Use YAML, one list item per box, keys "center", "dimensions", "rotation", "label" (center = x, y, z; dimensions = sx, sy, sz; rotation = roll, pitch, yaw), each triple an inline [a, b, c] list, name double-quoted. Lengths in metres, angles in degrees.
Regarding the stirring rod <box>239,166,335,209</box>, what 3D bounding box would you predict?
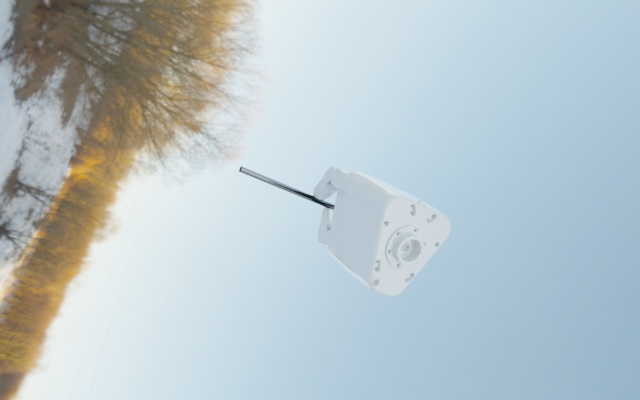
- center: [0.000, 0.002, 0.647]
  dimensions: [0.239, 0.011, 0.011]
  rotation: [23, -10, -26]
  label: "stirring rod"
